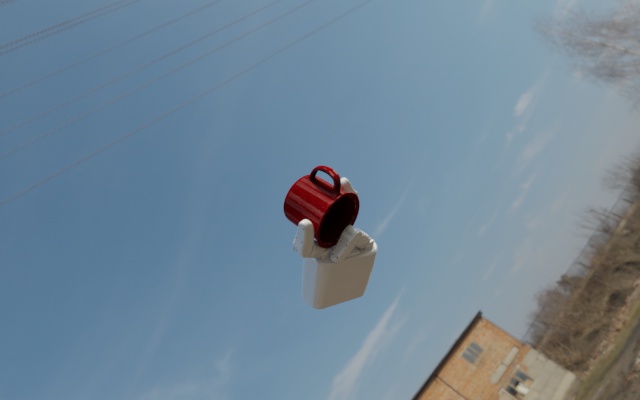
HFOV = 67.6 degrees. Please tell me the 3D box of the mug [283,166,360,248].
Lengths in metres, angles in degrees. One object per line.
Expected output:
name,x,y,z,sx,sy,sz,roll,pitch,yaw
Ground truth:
mug,0.000,0.001,0.714,0.081,0.117,0.093,32,39,32
